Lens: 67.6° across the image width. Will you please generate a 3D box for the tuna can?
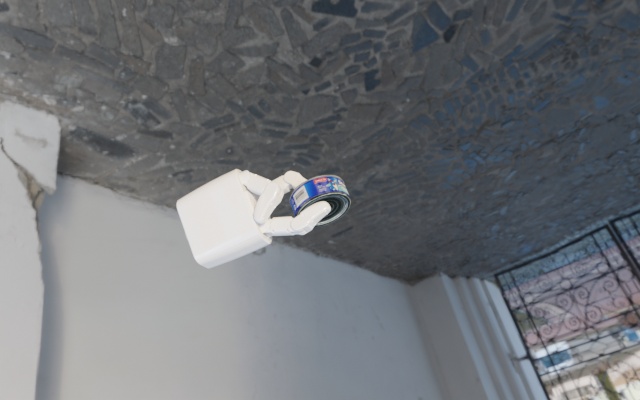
[{"bbox_3d":[0.000,0.003,0.696,0.086,0.033,0.086,-16,-32,-10],"label":"tuna can"}]
